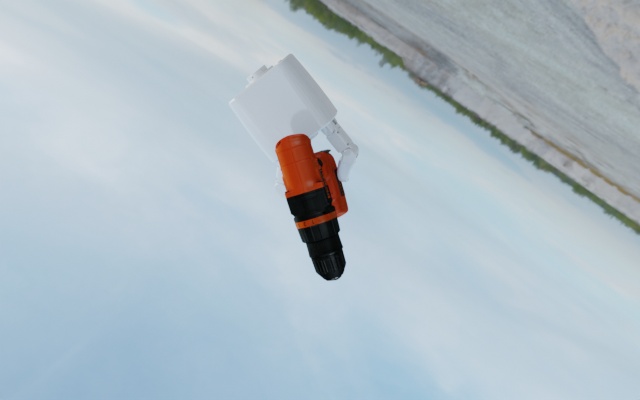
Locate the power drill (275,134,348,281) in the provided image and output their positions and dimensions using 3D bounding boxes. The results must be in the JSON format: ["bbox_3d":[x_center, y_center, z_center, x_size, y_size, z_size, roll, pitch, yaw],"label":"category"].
[{"bbox_3d":[0.000,0.002,0.648,0.057,0.184,0.187,-15,4,7],"label":"power drill"}]
